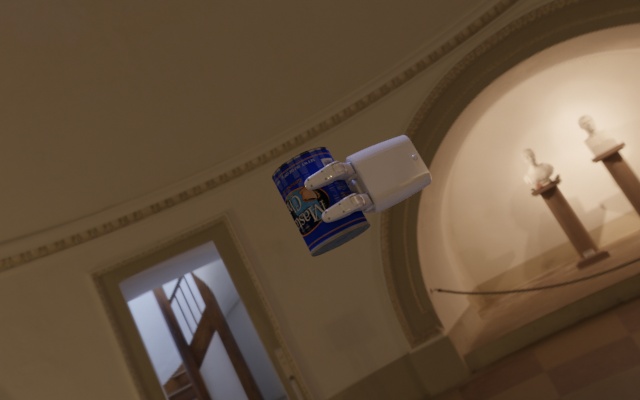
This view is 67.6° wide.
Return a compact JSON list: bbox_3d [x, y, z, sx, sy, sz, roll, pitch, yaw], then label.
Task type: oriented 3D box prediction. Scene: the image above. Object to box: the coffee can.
[{"bbox_3d":[0.000,0.003,0.749,0.103,0.140,0.103,-27,-12,-6],"label":"coffee can"}]
